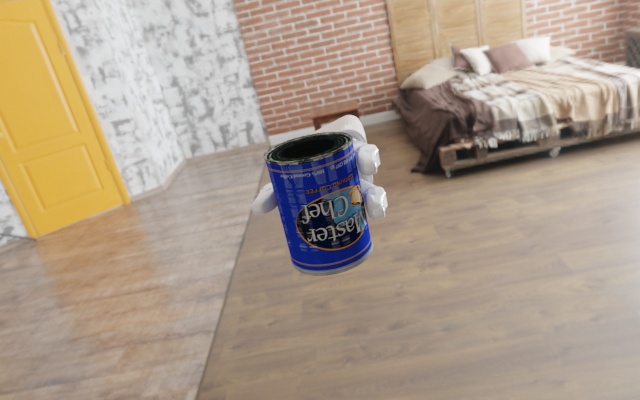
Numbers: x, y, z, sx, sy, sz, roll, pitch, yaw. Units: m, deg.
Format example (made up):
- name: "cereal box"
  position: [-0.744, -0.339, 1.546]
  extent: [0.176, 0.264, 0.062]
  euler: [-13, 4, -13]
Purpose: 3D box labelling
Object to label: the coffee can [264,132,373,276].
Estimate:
- name: "coffee can"
  position: [0.000, 0.002, 0.561]
  extent: [0.103, 0.140, 0.102]
  euler: [-11, 22, 4]
